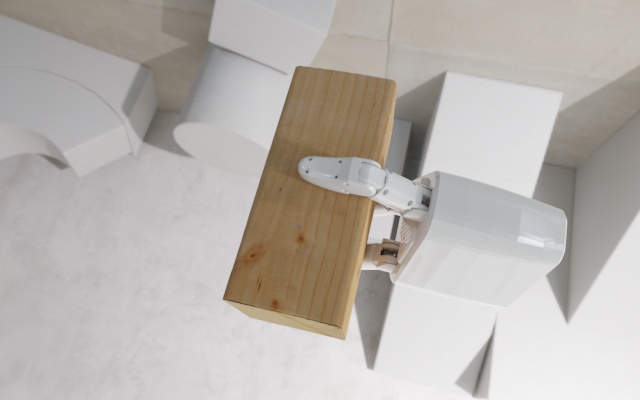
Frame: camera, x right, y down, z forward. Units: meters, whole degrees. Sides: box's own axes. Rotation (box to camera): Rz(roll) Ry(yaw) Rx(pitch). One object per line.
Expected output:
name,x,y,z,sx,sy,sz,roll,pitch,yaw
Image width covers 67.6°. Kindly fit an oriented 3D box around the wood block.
wood block,0.000,0.001,0.407,0.090,0.206,0.091,11,-20,9
